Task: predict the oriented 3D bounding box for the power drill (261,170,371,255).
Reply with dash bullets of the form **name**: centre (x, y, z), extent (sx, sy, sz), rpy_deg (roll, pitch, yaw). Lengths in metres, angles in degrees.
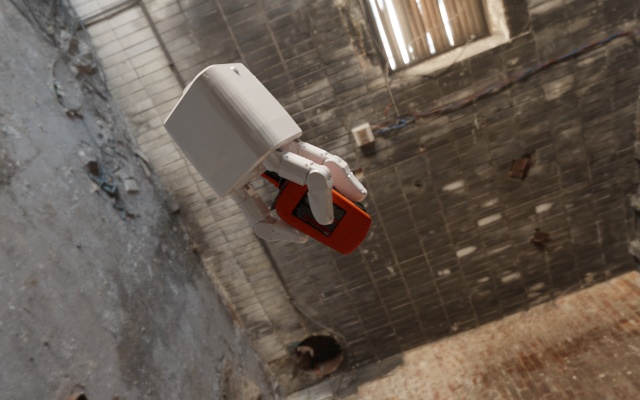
- **power drill**: centre (0.000, 0.002, 0.598), extent (0.184, 0.057, 0.187), rpy_deg (30, 6, -17)
